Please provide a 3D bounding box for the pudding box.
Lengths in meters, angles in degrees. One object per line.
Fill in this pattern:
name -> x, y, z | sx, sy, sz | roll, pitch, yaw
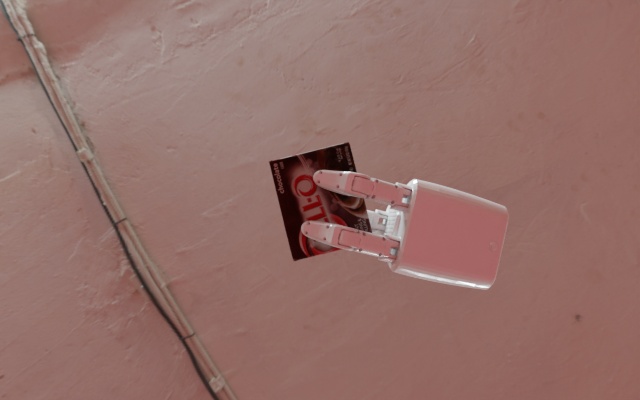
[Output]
pudding box -> 0.000, 0.002, 0.523 | 0.090, 0.113, 0.039 | -14, -2, -4
